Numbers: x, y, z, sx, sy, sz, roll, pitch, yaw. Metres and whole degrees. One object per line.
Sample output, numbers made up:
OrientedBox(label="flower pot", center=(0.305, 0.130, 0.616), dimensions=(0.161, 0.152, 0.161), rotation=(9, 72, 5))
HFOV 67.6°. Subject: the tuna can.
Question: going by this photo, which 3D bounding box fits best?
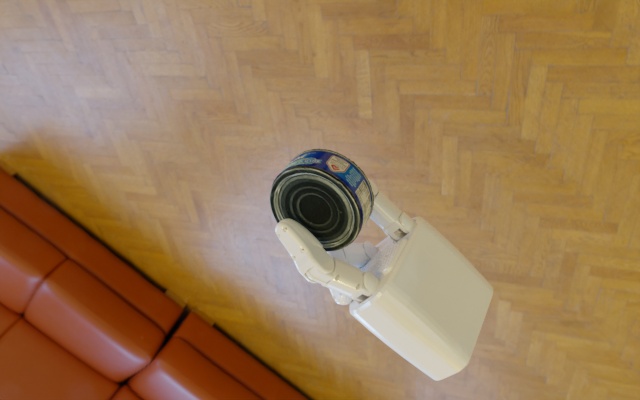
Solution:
OrientedBox(label="tuna can", center=(0.000, 0.002, 0.410), dimensions=(0.086, 0.086, 0.033), rotation=(0, 30, 27))
